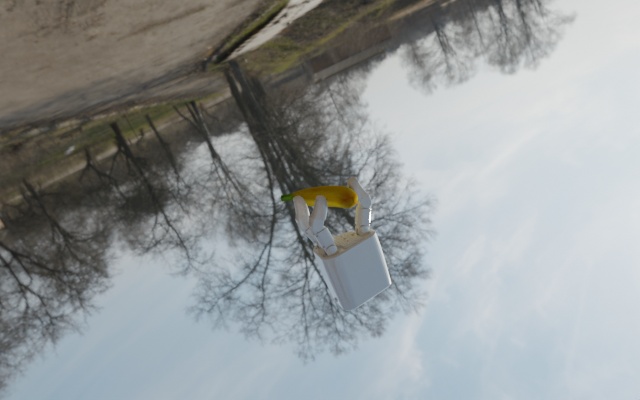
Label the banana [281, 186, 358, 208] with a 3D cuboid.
[{"bbox_3d":[0.012,-0.003,0.844,0.069,0.037,0.198,-24,14,-36],"label":"banana"}]
